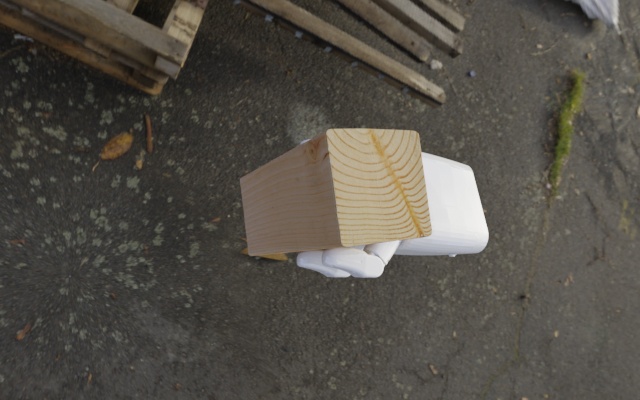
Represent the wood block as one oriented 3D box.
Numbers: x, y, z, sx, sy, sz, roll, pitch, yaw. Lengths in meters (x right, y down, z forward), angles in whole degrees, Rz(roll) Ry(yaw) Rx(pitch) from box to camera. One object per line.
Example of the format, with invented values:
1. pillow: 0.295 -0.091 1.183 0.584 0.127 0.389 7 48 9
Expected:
1. wood block: 0.000 0.001 0.460 0.090 0.091 0.206 -4 -6 -28
